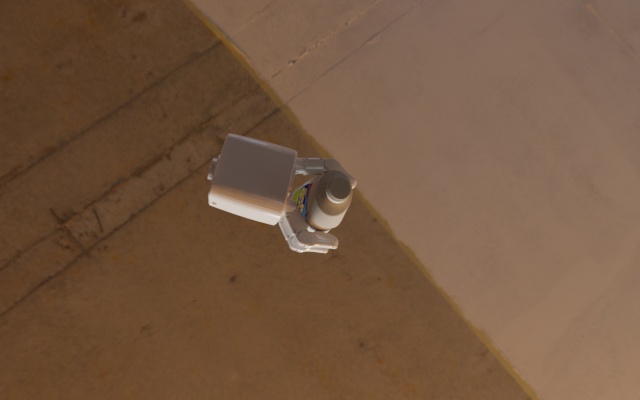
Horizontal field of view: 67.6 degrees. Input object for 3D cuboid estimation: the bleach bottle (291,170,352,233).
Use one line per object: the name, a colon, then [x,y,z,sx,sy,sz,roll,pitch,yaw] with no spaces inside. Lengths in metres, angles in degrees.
bleach bottle: [0.000,0.002,0.721,0.068,0.102,0.251,16,-15,-9]
